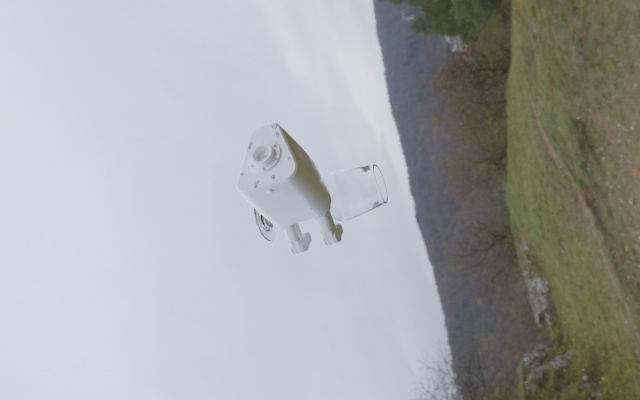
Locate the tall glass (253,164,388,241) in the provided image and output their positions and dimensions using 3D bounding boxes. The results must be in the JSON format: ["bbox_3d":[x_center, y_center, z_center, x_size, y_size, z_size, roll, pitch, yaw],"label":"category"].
[{"bbox_3d":[0.000,0.003,0.746,0.201,0.079,0.079,-17,-6,18],"label":"tall glass"}]
